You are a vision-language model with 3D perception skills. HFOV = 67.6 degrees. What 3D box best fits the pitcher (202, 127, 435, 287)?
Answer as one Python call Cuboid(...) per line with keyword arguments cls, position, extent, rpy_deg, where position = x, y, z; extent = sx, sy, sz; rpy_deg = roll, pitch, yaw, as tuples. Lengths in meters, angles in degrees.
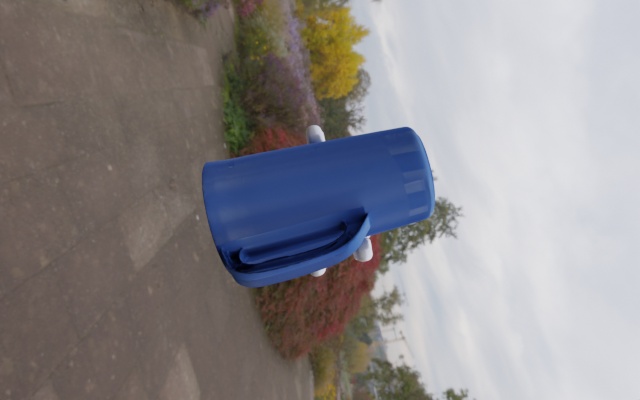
Cuboid(cls="pitcher", position=(0.000, 0.002, 0.536), extent=(0.243, 0.149, 0.145), rpy_deg=(-13, -6, 2))
